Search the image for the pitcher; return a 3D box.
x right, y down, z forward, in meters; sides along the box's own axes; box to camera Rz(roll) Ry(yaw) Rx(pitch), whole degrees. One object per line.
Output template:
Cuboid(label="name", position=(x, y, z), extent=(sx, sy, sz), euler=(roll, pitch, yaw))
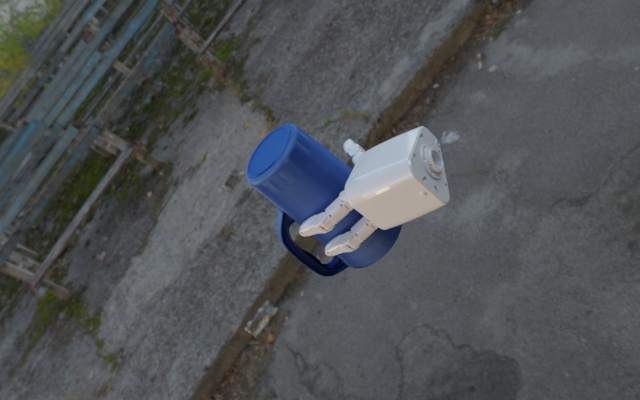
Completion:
Cuboid(label="pitcher", position=(0.000, 0.002, 0.743), extent=(0.145, 0.149, 0.243), euler=(-25, -51, 38))
